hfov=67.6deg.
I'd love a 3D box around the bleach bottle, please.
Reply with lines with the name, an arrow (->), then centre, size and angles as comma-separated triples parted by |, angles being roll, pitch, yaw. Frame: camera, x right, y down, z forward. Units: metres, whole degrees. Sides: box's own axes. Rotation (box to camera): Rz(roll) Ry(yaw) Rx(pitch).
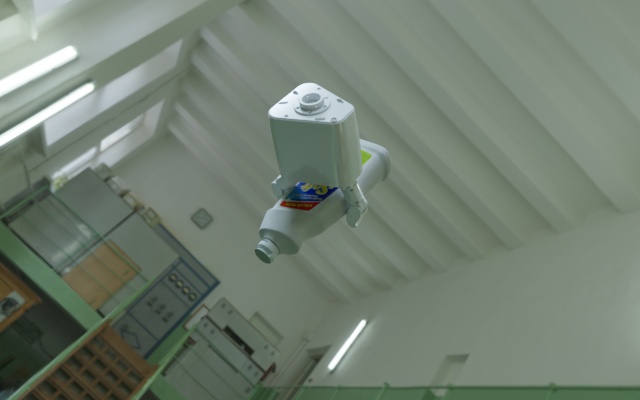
bleach bottle -> 0.000, 0.002, 0.715 | 0.102, 0.068, 0.250 | 23, 52, 29
